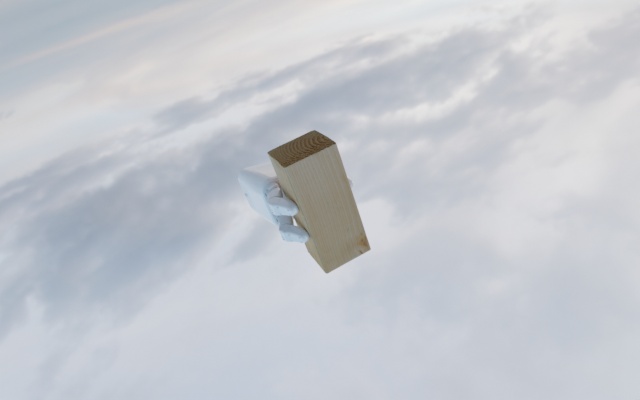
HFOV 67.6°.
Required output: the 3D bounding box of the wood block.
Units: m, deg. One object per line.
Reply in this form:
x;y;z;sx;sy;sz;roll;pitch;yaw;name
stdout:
0.000;0.002;0.786;0.091;0.206;0.090;-28;30;-12;wood block
